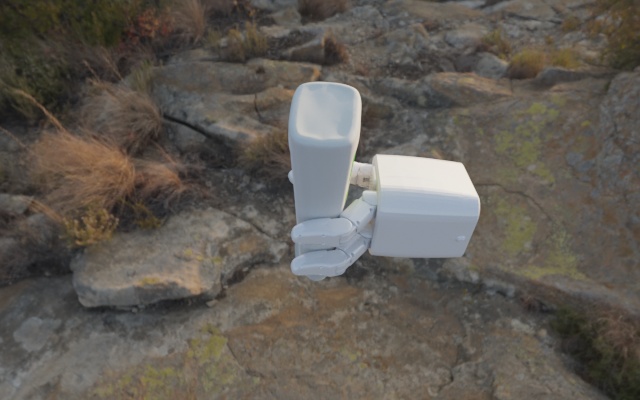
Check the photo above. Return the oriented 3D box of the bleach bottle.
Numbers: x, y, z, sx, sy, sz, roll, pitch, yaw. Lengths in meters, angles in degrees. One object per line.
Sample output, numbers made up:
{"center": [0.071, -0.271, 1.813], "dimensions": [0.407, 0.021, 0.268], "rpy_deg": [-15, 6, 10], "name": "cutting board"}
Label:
{"center": [0.000, 0.002, 0.535], "dimensions": [0.068, 0.102, 0.251], "rpy_deg": [5, -42, 2], "name": "bleach bottle"}
